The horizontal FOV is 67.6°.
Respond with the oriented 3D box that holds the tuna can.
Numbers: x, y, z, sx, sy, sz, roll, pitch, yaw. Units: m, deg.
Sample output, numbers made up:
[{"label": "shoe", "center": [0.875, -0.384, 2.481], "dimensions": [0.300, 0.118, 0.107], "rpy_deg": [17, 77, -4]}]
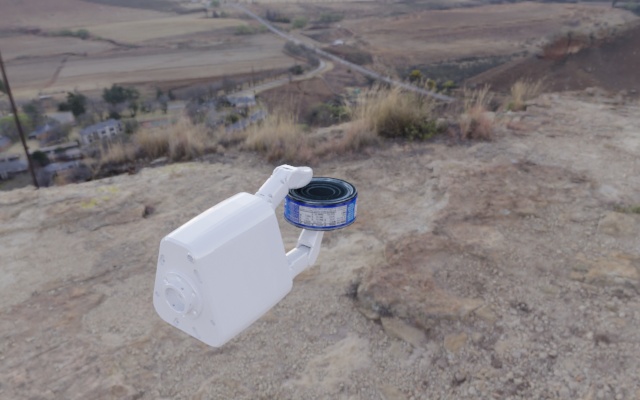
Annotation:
[{"label": "tuna can", "center": [0.000, 0.001, 0.550], "dimensions": [0.086, 0.034, 0.086], "rpy_deg": [1, 23, -1]}]
